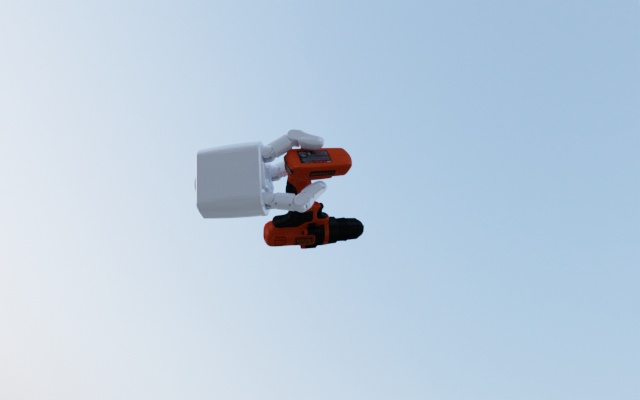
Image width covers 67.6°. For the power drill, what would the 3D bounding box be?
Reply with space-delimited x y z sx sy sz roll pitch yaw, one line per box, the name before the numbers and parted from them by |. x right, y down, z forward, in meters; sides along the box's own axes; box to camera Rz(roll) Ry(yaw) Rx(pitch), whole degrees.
power drill | 0.000 0.002 0.807 0.184 0.188 0.057 -4 39 -18
